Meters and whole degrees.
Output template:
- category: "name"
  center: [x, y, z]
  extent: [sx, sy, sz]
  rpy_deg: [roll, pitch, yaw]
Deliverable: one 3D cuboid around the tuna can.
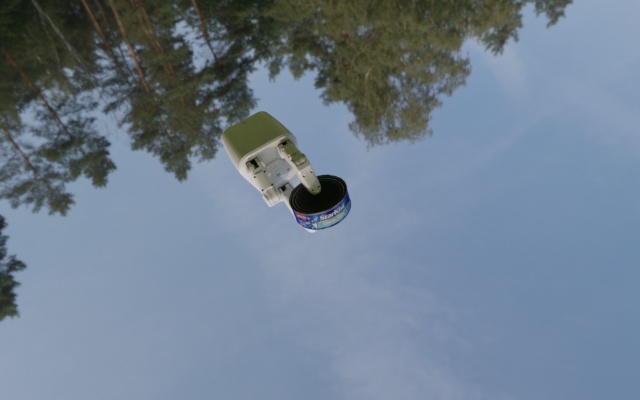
- category: "tuna can"
  center: [0.000, 0.003, 0.685]
  extent: [0.086, 0.034, 0.086]
  rpy_deg: [-12, 38, 9]
